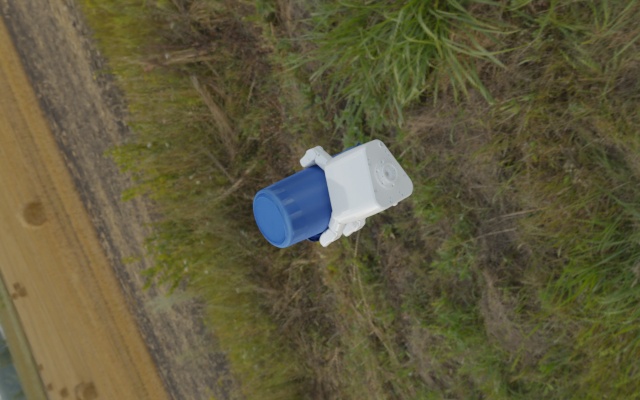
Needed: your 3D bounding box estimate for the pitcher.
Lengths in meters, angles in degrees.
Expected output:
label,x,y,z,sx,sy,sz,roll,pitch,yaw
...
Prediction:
label,x,y,z,sx,sy,sz,roll,pitch,yaw
pitcher,0.000,0.003,0.890,0.243,0.149,0.145,-25,2,-36
